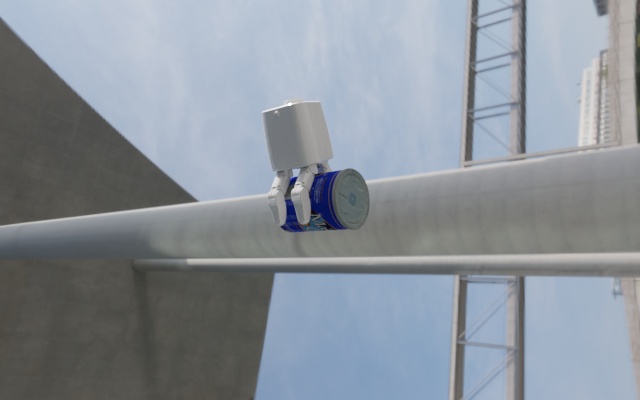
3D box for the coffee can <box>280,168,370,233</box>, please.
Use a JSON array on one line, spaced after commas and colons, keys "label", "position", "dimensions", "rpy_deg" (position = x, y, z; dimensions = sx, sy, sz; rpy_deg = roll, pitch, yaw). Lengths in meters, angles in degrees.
[{"label": "coffee can", "position": [0.000, 0.003, 0.835], "dimensions": [0.140, 0.103, 0.103], "rpy_deg": [-6, -4, 38]}]
